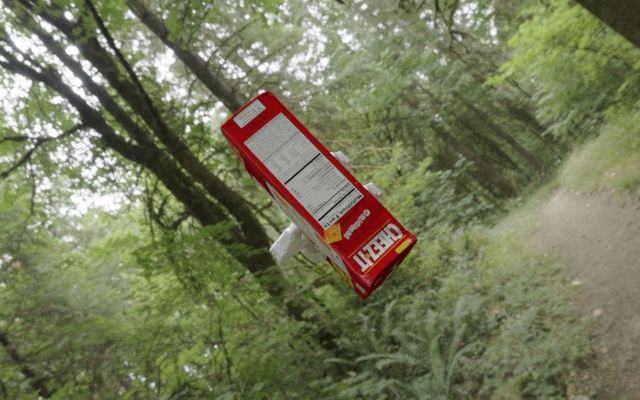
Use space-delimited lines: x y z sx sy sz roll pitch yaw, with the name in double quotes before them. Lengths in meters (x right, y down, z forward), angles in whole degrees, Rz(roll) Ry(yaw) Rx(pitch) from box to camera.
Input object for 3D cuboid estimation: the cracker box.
"cracker box" 0.000 0.002 0.521 0.072 0.213 0.164 -42 -13 -8
